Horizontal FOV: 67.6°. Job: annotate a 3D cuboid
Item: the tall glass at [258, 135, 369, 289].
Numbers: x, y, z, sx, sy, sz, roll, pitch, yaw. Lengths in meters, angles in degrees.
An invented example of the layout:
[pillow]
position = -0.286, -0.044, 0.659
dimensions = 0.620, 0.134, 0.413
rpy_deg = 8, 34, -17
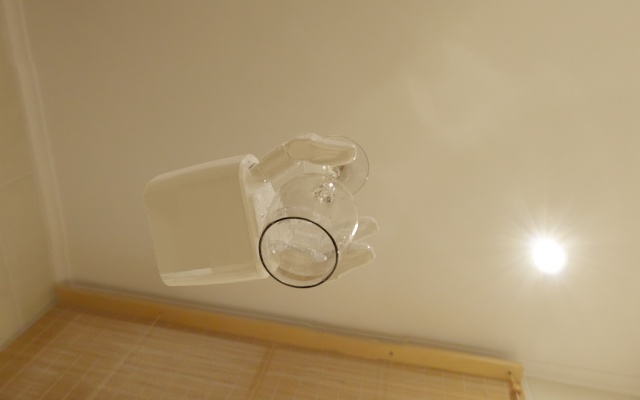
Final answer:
[tall glass]
position = 0.000, 0.001, 0.446
dimensions = 0.079, 0.079, 0.201
rpy_deg = 0, 23, 11
